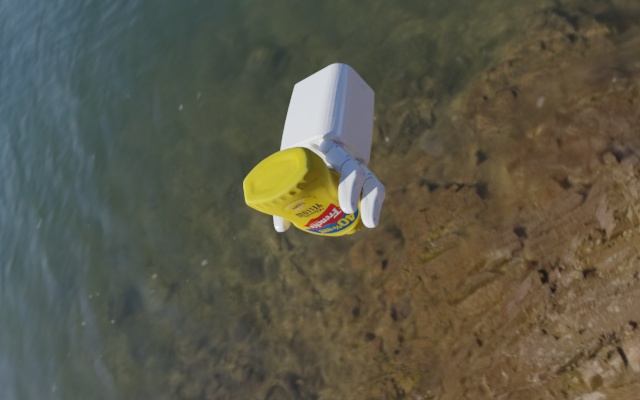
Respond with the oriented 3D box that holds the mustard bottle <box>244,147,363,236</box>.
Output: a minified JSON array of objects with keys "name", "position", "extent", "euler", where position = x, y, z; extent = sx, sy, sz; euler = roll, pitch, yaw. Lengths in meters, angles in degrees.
[{"name":"mustard bottle","position":[0.000,0.002,0.597],"extent":[0.096,0.058,0.192],"euler":[-28,-33,23]}]
